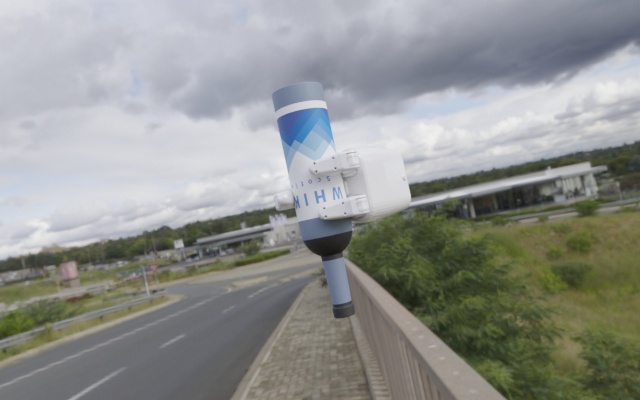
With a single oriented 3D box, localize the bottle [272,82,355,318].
[{"bbox_3d":[0.000,0.002,0.610,0.069,0.295,0.069,-12,-2,0],"label":"bottle"}]
